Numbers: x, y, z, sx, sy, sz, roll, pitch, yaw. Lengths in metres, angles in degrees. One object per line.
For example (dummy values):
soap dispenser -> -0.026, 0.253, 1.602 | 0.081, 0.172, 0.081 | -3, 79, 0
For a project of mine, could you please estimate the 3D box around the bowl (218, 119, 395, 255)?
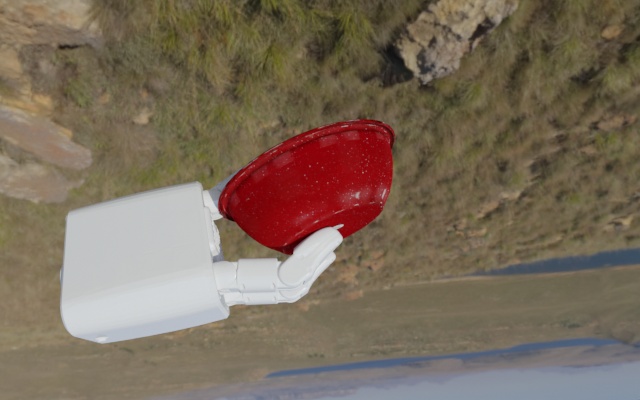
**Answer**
bowl -> 0.001, 0.001, 0.400 | 0.162, 0.055, 0.162 | -23, -18, -8
